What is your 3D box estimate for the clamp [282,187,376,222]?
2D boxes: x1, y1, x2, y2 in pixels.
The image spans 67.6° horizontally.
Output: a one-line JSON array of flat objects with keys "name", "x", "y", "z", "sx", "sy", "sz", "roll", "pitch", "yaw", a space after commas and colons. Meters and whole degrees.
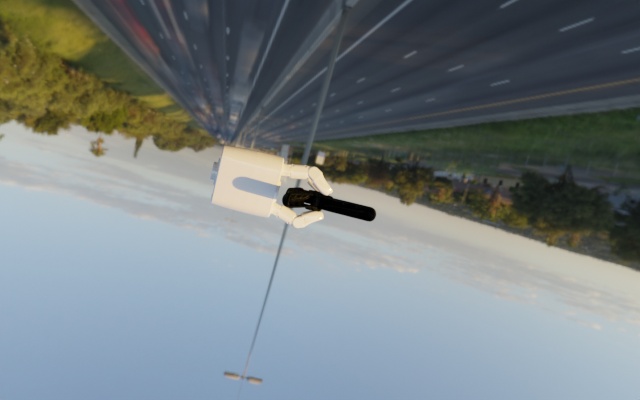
[{"name": "clamp", "x": 0.000, "y": 0.004, "z": 0.870, "sx": 0.164, "sy": 0.036, "sz": 0.210, "roll": 12, "pitch": 3, "yaw": -12}]
